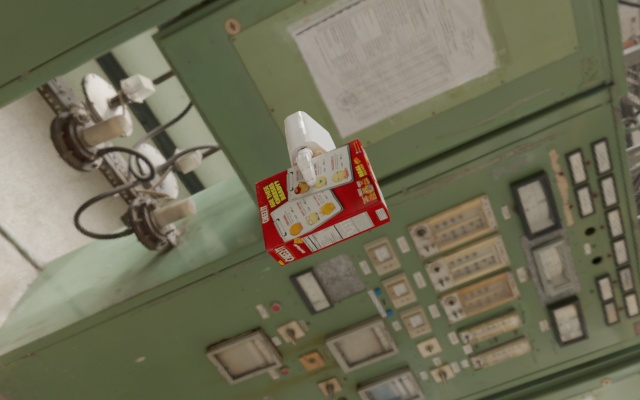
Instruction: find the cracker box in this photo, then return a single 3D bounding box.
[{"bbox_3d":[0.000,0.003,0.857,0.214,0.164,0.072,-24,-42,9],"label":"cracker box"}]
